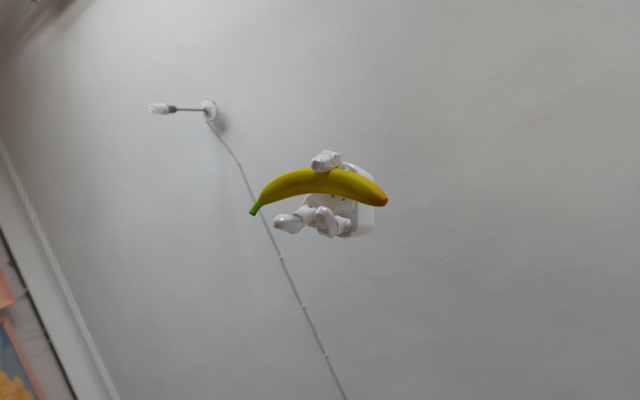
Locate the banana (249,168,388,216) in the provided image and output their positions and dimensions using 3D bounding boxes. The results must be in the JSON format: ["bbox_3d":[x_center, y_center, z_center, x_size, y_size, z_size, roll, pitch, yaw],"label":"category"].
[{"bbox_3d":[-0.003,-0.015,0.668,0.198,0.069,0.037,-6,-20,18],"label":"banana"}]
